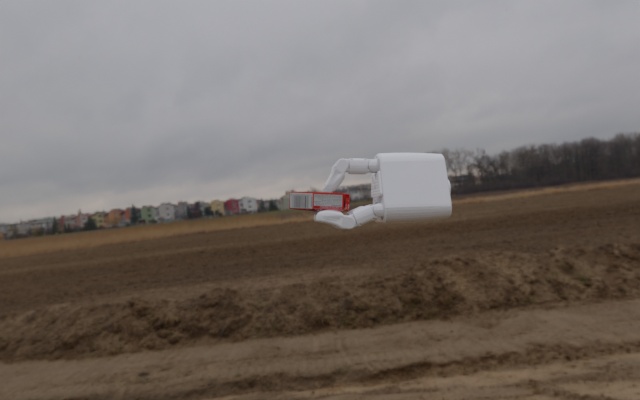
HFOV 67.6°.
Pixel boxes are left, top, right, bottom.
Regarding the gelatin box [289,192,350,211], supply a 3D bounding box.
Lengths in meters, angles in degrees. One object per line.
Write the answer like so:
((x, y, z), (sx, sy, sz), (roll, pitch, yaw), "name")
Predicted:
((0.000, 0.002, 0.767), (0.089, 0.030, 0.073), (2, -1, 9), "gelatin box")
